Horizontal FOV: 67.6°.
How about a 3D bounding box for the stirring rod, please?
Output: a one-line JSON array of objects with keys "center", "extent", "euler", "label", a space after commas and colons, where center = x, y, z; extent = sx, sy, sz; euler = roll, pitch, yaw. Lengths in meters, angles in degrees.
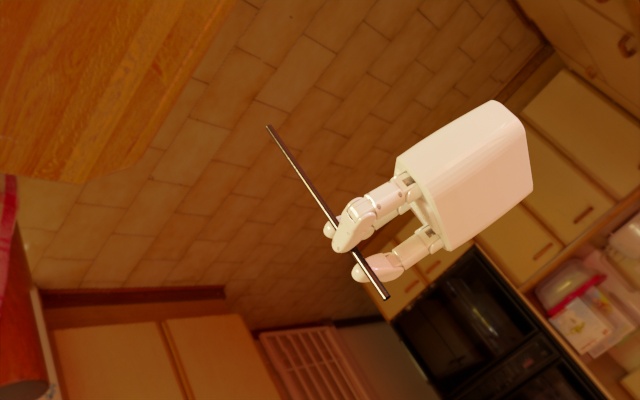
[{"center": [0.000, 0.001, 0.483], "extent": [0.011, 0.239, 0.011], "euler": [-24, -32, -17], "label": "stirring rod"}]
